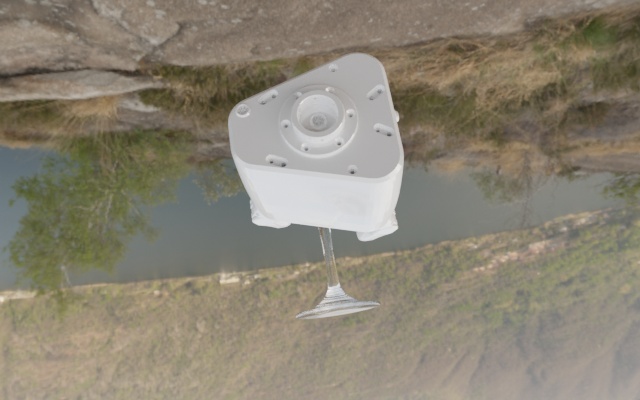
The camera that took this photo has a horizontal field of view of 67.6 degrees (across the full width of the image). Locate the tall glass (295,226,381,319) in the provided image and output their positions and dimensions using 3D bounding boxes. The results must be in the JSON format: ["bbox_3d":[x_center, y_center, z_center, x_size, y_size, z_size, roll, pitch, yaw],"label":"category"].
[{"bbox_3d":[0.000,0.002,0.439,0.079,0.201,0.079,-8,-18,-3],"label":"tall glass"}]
